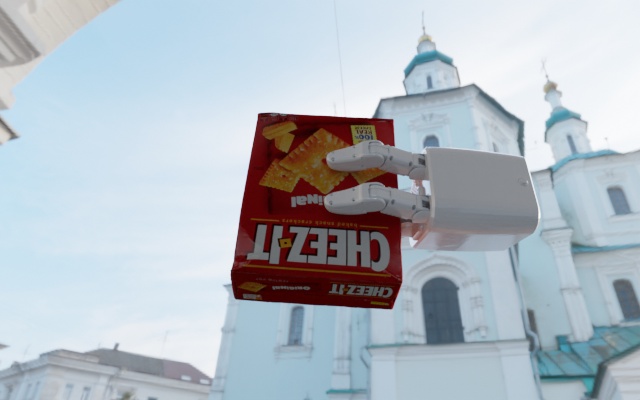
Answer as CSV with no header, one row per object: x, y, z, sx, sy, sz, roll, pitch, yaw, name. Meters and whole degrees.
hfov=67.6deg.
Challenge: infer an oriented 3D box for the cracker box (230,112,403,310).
0.000,0.002,0.520,0.164,0.213,0.072,4,-36,0,cracker box
